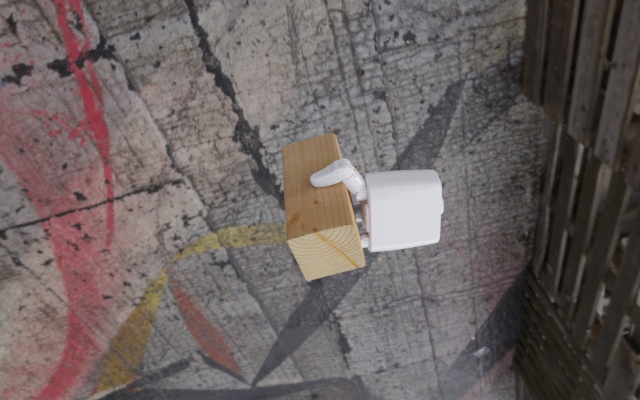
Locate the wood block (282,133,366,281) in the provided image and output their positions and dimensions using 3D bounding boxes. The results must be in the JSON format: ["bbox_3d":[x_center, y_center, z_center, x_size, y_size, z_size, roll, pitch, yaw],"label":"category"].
[{"bbox_3d":[0.000,0.002,0.710,0.090,0.091,0.206,-15,42,6],"label":"wood block"}]
